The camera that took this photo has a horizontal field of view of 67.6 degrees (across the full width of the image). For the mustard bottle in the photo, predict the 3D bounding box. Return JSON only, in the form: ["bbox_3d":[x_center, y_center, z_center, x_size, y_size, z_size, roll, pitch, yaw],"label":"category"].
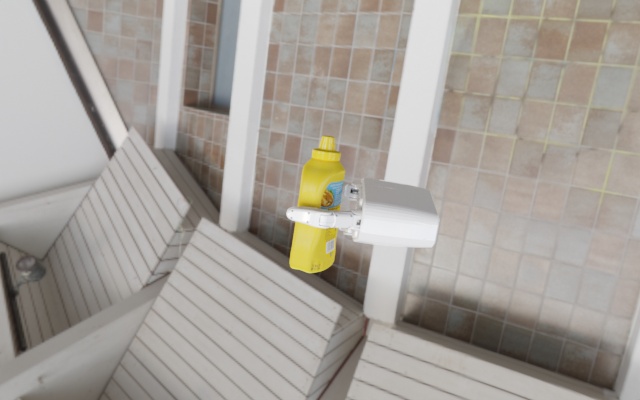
[{"bbox_3d":[0.000,0.002,0.694,0.058,0.192,0.096,13,12,23],"label":"mustard bottle"}]
